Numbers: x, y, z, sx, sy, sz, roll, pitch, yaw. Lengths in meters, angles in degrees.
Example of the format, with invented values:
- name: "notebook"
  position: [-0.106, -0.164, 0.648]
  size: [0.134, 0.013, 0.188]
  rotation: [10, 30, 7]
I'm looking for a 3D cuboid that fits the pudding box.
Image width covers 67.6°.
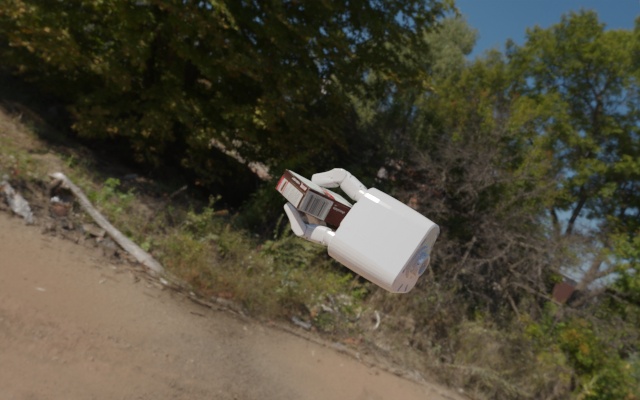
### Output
- name: "pudding box"
  position: [0.000, 0.002, 0.710]
  size: [0.113, 0.039, 0.090]
  rotation: [27, 6, -33]
